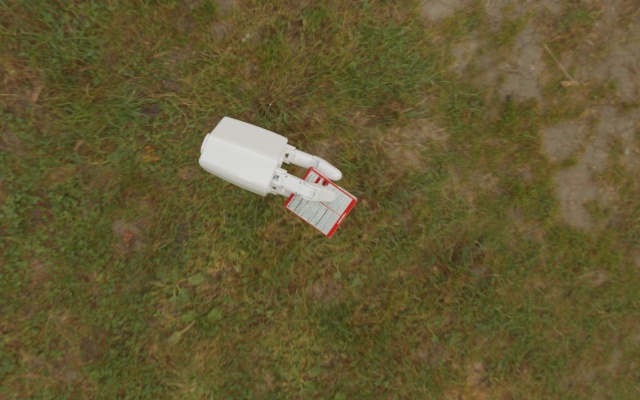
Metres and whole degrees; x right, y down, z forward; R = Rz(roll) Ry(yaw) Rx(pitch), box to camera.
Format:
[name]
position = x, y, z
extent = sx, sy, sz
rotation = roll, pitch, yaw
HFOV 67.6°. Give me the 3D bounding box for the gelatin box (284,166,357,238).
[gelatin box]
position = 0.000, 0.003, 0.735
extent = 0.089, 0.073, 0.030
rotation = 35, 8, -4
